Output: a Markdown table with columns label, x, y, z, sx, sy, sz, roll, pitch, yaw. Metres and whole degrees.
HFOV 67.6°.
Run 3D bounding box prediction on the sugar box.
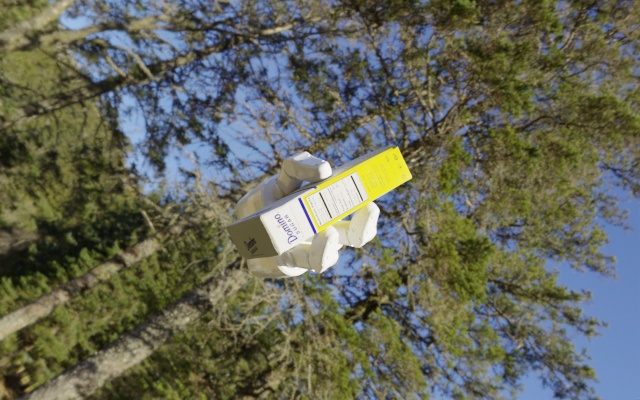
| label | x | y | z | sx | sy | sz | roll | pitch | yaw |
| --- | --- | --- | --- | --- | --- | --- | --- | --- | --- |
| sugar box | 0.000 | 0.002 | 0.490 | 0.176 | 0.048 | 0.093 | -31 | 7 | -30 |
